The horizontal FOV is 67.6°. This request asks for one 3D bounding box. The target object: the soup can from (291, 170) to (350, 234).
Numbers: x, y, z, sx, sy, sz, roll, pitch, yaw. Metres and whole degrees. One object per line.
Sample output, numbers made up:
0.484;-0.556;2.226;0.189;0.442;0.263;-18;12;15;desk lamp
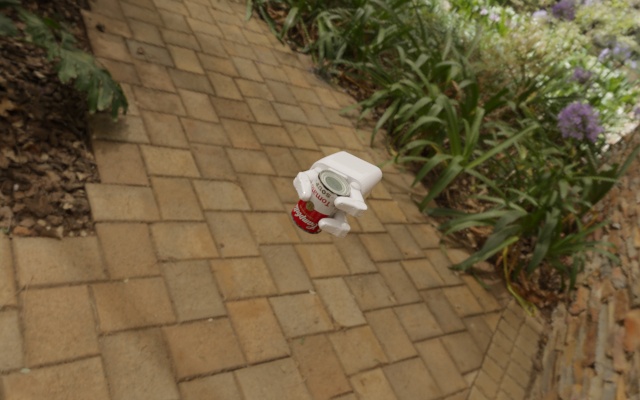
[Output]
0.000;0.003;0.861;0.068;0.068;0.102;0;-43;-44;soup can
